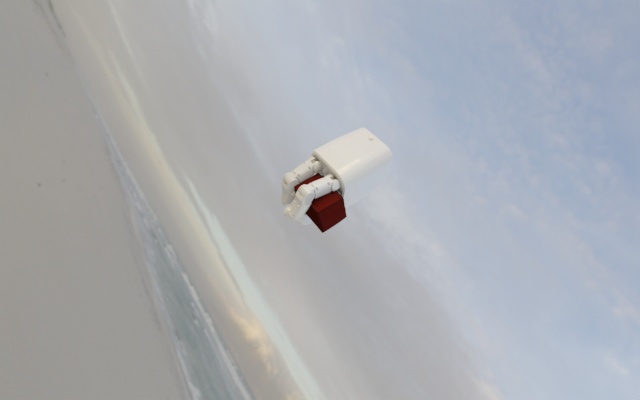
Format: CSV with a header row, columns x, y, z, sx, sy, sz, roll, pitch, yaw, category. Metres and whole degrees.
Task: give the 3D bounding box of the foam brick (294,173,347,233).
x,y,z,sx,sy,sz,roll,pitch,yaw,category
0.000,0.003,0.792,0.051,0.053,0.078,-30,51,-16,foam brick
